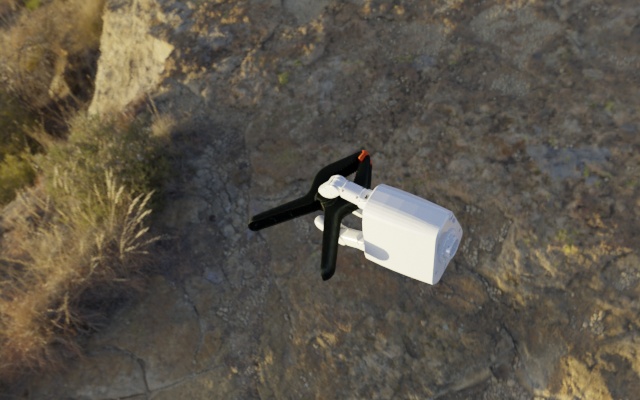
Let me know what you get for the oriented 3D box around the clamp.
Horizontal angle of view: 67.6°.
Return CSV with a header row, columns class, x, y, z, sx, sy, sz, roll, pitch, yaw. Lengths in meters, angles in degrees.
class,x,y,z,sx,sy,sz,roll,pitch,yaw
clamp,0.000,0.002,0.717,0.164,0.210,0.036,23,-25,29
